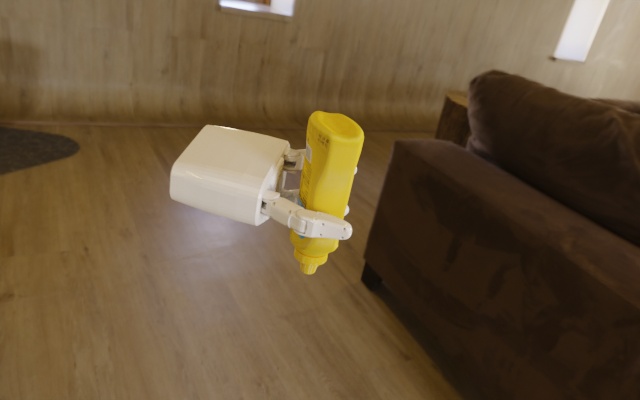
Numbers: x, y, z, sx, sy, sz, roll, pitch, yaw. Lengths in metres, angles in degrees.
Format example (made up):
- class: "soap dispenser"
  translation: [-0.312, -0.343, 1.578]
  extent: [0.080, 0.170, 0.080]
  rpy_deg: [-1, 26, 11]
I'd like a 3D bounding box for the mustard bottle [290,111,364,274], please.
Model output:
- class: "mustard bottle"
  translation: [0.000, 0.002, 0.549]
  extent: [0.058, 0.192, 0.096]
  rpy_deg: [4, 26, -16]
